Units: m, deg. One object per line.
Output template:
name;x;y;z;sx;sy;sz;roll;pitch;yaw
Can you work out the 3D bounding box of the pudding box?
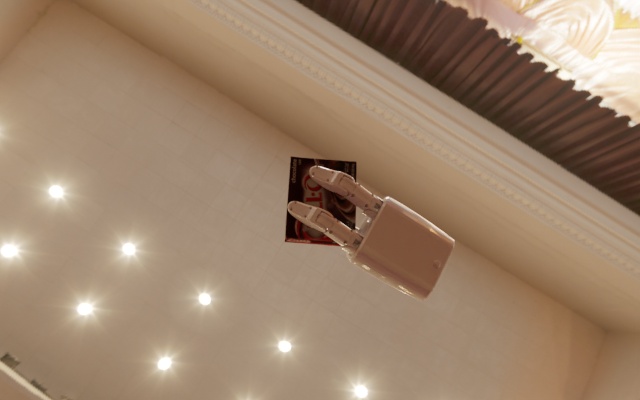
pudding box;0.000;0.002;0.633;0.090;0.113;0.039;4;-17;-7
